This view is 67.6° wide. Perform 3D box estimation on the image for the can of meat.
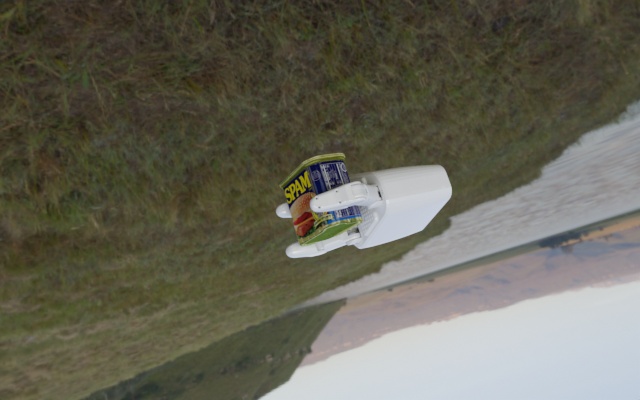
[{"bbox_3d":[0.000,0.002,0.579,0.057,0.084,0.102,-10,-14,-31],"label":"can of meat"}]
